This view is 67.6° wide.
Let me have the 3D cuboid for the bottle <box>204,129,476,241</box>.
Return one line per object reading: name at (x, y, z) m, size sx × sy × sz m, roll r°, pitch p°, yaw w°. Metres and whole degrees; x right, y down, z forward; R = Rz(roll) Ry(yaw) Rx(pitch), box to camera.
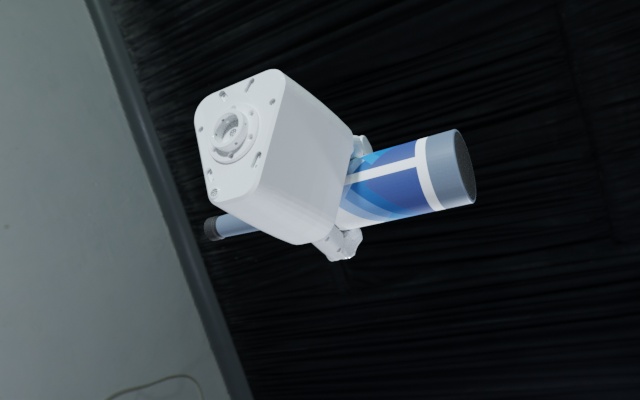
bottle at (0.000, 0.002, 0.485) m, size 0.296 × 0.069 × 0.069 m, roll -14°, pitch -7°, yaw 28°
